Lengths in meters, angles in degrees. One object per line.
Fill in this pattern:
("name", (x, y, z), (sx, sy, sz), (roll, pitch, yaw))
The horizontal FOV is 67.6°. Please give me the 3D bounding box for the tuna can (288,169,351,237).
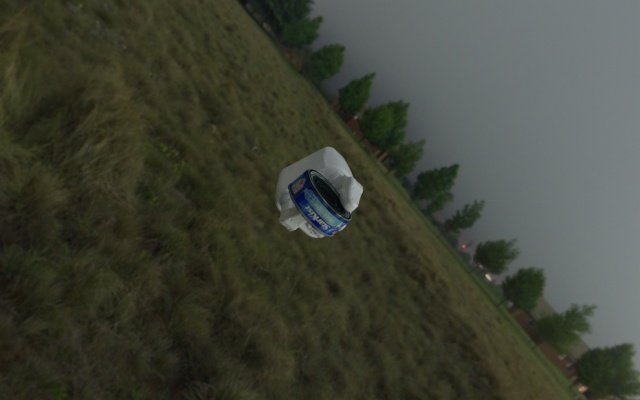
("tuna can", (0.001, 0.002, 0.601), (0.034, 0.086, 0.086), (-39, -12, 15))
